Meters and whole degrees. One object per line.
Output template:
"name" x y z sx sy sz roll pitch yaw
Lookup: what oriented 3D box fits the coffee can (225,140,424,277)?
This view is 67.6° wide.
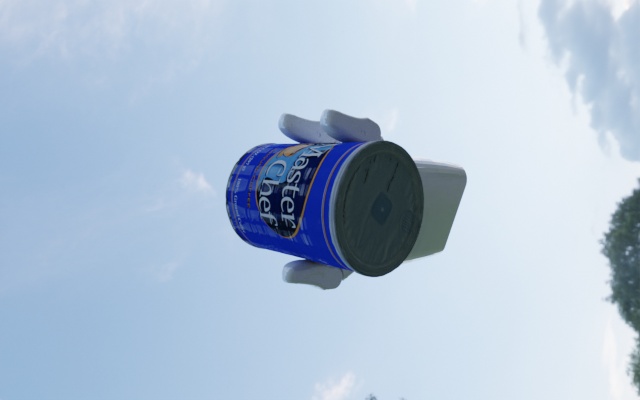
"coffee can" 0.000 0.001 0.406 0.103 0.103 0.140 0 4 -43
